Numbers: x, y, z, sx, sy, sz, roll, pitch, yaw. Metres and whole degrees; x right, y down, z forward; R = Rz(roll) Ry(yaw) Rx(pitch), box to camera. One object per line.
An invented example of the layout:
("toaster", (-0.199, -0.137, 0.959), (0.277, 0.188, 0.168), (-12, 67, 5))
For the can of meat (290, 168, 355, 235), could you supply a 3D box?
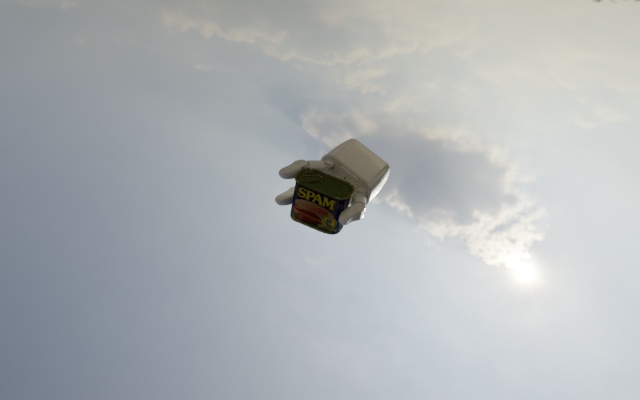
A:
("can of meat", (0.000, 0.003, 0.830), (0.102, 0.084, 0.057), (22, 36, 15))
